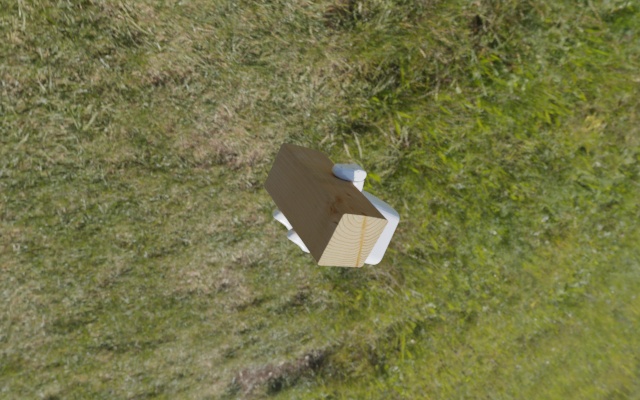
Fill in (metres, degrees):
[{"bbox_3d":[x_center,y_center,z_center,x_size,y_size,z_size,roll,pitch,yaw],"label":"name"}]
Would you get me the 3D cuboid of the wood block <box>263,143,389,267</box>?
[{"bbox_3d":[0.001,0.002,0.750,0.090,0.091,0.206,9,28,-38],"label":"wood block"}]
